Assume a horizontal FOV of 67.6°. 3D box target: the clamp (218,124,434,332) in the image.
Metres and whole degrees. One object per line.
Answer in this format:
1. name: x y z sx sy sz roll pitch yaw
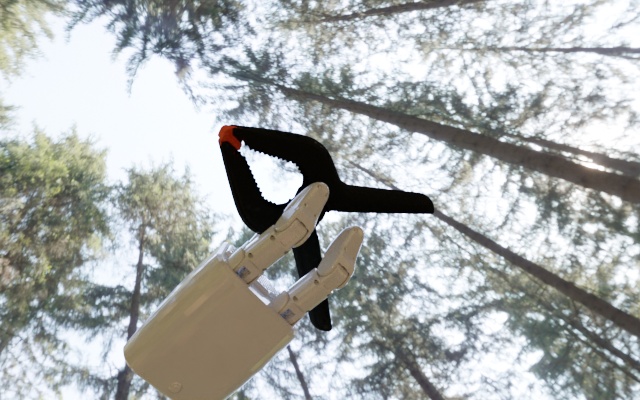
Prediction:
1. clamp: -0.001 0.001 0.425 0.164 0.210 0.036 -43 25 -5
